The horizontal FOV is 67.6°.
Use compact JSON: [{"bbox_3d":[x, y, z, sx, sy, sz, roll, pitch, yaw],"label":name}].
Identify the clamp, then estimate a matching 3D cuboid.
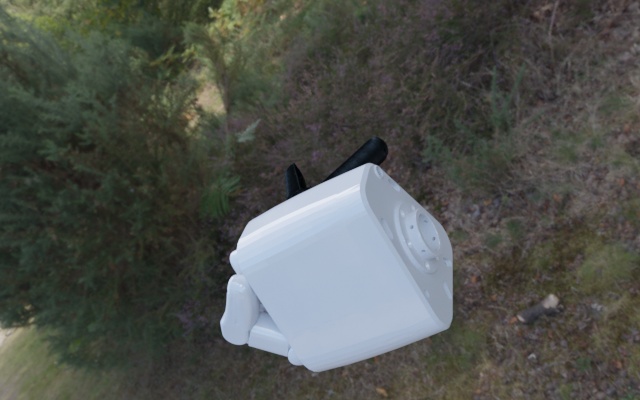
[{"bbox_3d":[0.000,0.001,0.435,0.120,0.039,0.171,-25,29,30],"label":"clamp"}]
